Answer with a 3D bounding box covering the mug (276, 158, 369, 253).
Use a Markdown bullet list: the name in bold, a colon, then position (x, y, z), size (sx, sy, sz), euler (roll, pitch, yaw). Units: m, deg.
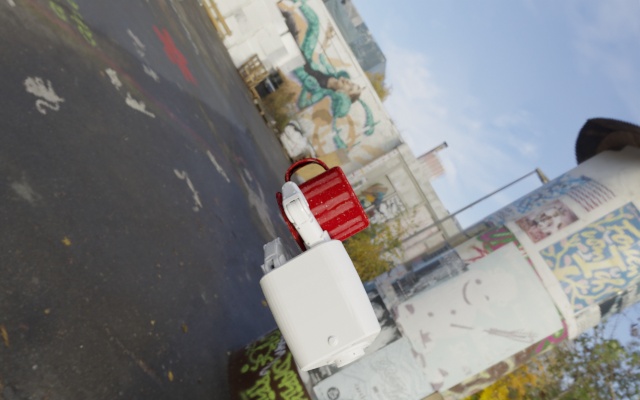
- **mug**: position (0.000, 0.001, 0.568), size (0.081, 0.117, 0.093), euler (-28, -20, 5)
